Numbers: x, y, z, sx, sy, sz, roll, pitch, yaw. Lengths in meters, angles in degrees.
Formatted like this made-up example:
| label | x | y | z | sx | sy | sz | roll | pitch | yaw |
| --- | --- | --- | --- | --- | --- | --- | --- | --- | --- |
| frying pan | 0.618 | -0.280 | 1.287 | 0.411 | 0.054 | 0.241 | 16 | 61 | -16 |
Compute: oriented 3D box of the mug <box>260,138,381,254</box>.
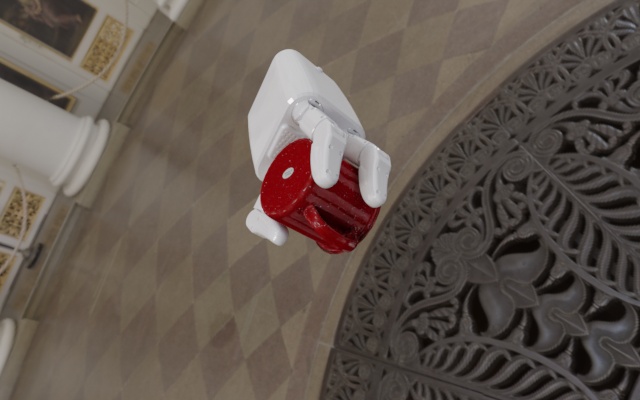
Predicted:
| label | x | y | z | sx | sy | sz | roll | pitch | yaw |
| --- | --- | --- | --- | --- | --- | --- | --- | --- | --- |
| mug | 0.000 | 0.002 | 0.443 | 0.081 | 0.093 | 0.117 | 30 | 26 | -35 |
